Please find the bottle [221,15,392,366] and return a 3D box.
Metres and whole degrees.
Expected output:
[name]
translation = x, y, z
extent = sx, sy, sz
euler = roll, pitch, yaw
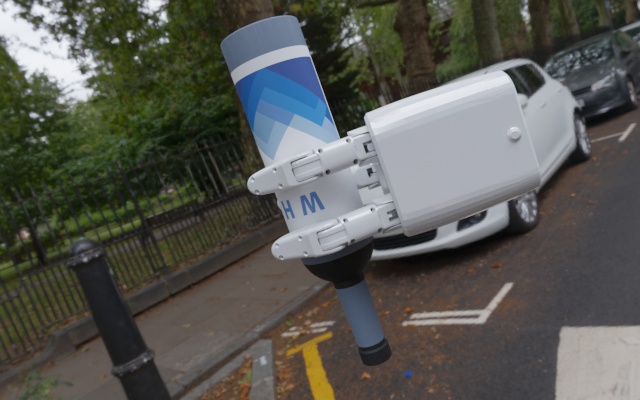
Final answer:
[bottle]
translation = 0.000, 0.001, 0.404
extent = 0.069, 0.296, 0.069
euler = -20, 6, 2
